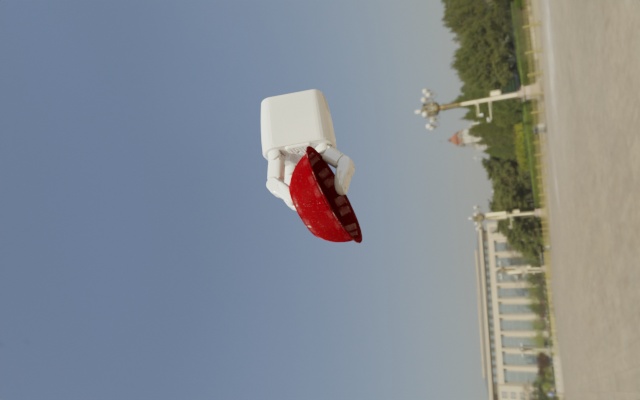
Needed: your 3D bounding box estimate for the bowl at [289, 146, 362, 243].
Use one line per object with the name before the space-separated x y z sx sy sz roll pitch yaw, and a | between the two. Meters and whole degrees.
bowl | 0.000 0.003 0.707 0.055 0.162 0.162 -29 -7 12
